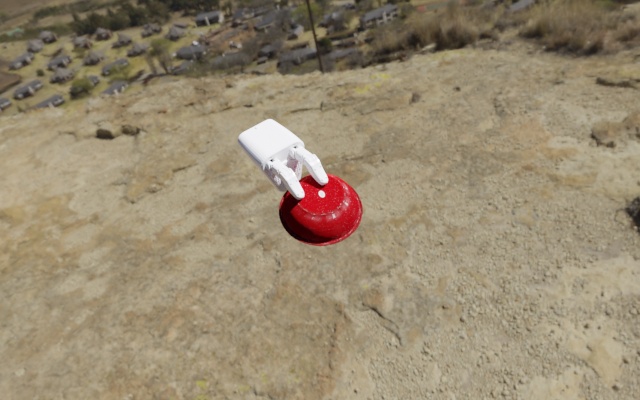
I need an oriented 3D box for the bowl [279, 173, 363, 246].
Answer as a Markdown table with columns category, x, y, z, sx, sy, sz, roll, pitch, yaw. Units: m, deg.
| category | x | y | z | sx | sy | sz | roll | pitch | yaw |
| --- | --- | --- | --- | --- | --- | --- | --- | --- | --- |
| bowl | 0.001 | 0.003 | 0.898 | 0.162 | 0.162 | 0.055 | 0 | -34 | 1 |
